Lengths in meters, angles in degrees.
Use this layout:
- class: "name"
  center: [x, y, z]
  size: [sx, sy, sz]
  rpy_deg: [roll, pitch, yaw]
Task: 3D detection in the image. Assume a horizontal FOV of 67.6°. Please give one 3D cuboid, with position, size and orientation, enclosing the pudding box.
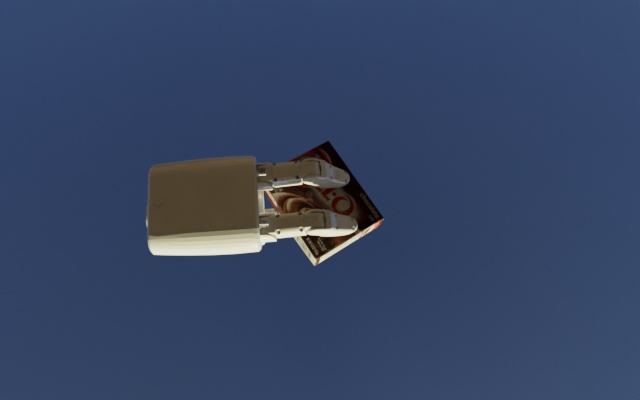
- class: "pudding box"
  center: [0.000, 0.002, 0.527]
  size: [0.090, 0.113, 0.039]
  rpy_deg: [-30, -13, -17]
